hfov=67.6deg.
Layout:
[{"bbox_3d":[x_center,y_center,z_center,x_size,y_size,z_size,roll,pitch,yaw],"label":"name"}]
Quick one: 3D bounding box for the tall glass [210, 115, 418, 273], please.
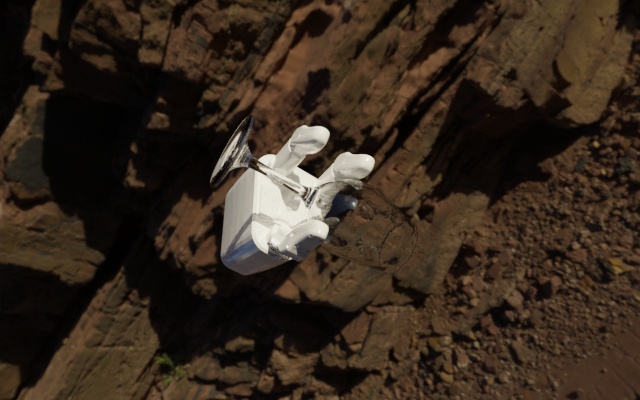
[{"bbox_3d":[0.000,0.001,0.463,0.201,0.079,0.079,30,-11,-21],"label":"tall glass"}]
